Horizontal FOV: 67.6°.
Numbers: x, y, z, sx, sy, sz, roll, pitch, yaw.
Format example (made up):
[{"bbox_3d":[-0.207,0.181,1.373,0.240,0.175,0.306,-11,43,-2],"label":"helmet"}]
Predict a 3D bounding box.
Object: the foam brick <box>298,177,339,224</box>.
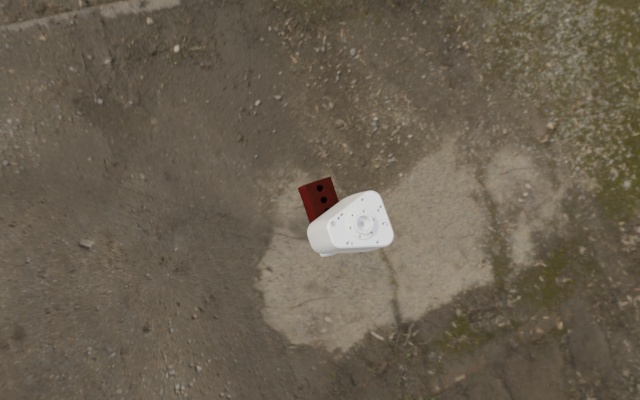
[{"bbox_3d":[0.000,0.003,0.862,0.053,0.078,0.051,-19,-3,-18],"label":"foam brick"}]
